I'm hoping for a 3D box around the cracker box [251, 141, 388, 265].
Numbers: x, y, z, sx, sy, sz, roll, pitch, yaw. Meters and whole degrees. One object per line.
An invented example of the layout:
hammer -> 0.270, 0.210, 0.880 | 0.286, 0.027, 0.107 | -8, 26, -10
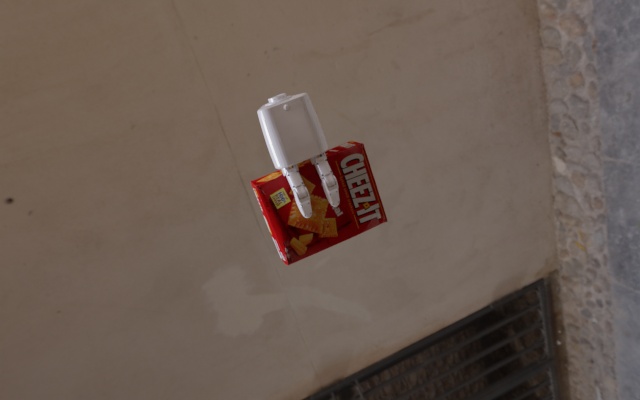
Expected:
cracker box -> 0.000, 0.003, 0.891 | 0.213, 0.164, 0.072 | -23, 16, -11
